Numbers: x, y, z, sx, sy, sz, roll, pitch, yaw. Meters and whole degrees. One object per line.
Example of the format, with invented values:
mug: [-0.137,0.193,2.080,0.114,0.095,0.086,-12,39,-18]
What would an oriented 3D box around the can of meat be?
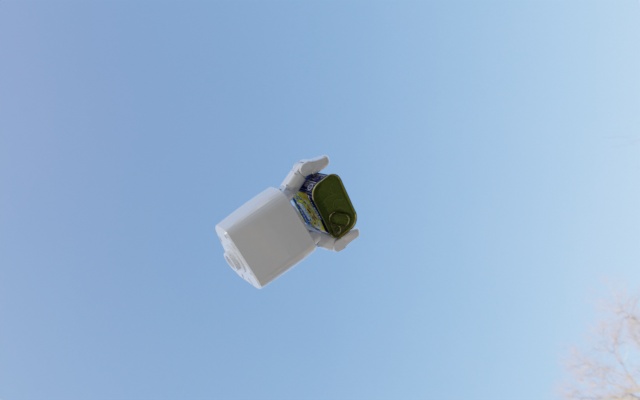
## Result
can of meat: [0.000,0.002,0.761,0.057,0.102,0.084,-39,30,-23]
